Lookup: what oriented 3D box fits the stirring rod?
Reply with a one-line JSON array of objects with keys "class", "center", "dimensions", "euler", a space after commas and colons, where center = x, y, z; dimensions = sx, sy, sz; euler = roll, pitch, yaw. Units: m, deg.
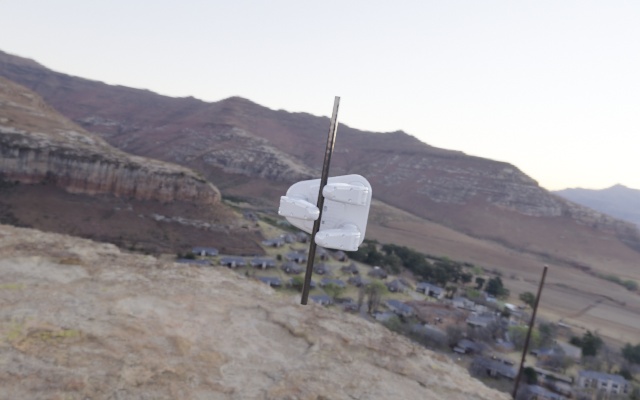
[{"class": "stirring rod", "center": [0.000, 0.002, 0.544], "dimensions": [0.011, 0.239, 0.011], "euler": [9, 5, -1]}]
